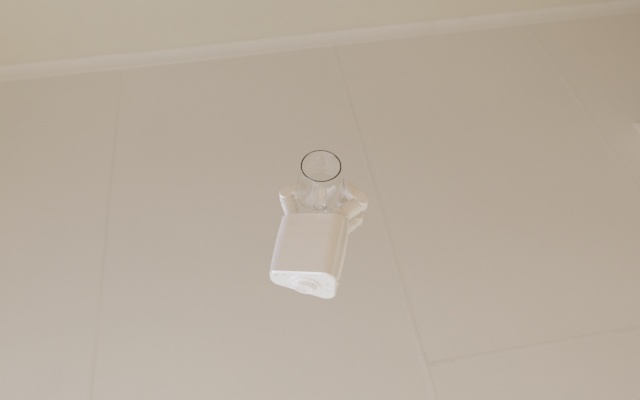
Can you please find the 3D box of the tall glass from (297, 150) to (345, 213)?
[{"bbox_3d":[0.000,0.003,0.803,0.079,0.079,0.201,0,-34,0],"label":"tall glass"}]
